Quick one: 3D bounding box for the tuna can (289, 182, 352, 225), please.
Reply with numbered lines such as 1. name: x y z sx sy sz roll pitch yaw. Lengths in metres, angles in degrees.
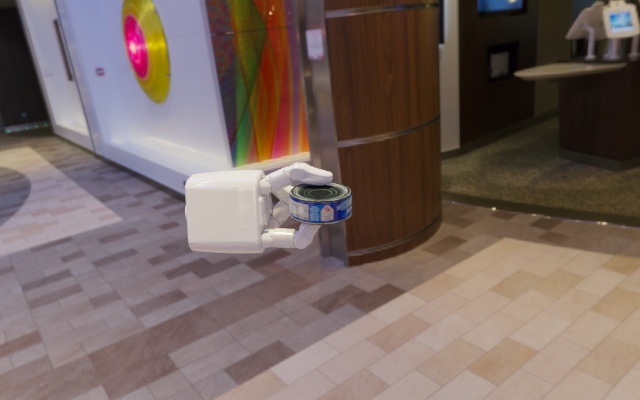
1. tuna can: 0.000 0.002 0.649 0.086 0.034 0.086 0 20 0
